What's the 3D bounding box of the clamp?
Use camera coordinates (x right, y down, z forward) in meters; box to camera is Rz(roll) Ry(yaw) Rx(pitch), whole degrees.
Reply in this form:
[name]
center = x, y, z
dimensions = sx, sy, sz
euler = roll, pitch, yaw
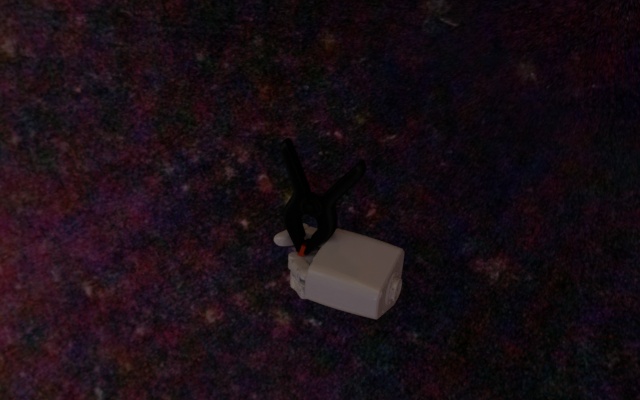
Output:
[clamp]
center = 0.000, 0.003, 0.665
dimensions = 0.120, 0.171, 0.039
euler = 12, 28, 20
